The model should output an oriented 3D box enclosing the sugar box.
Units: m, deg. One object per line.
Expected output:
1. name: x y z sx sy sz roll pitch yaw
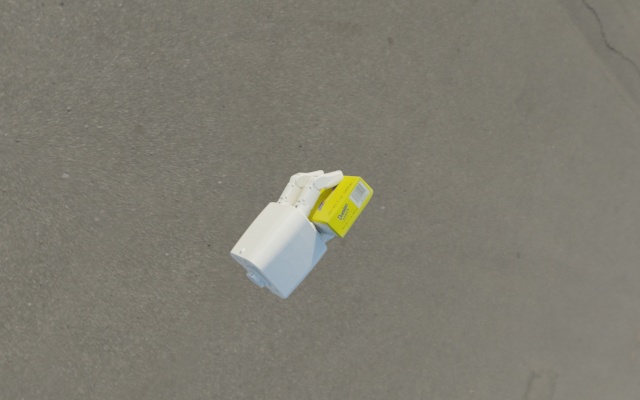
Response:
1. sugar box: 0.000 0.002 0.793 0.048 0.093 0.176 47 -20 -29
